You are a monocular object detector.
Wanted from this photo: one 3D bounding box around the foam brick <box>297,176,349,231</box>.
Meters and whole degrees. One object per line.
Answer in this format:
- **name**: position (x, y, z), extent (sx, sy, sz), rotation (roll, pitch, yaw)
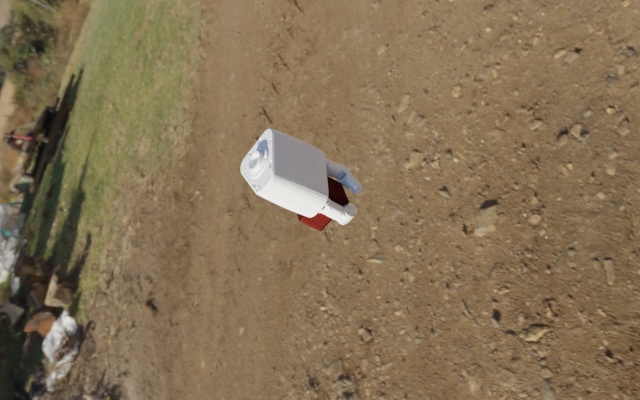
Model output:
- **foam brick**: position (0.000, 0.003, 0.809), extent (0.051, 0.078, 0.053), rotation (24, 31, -34)
